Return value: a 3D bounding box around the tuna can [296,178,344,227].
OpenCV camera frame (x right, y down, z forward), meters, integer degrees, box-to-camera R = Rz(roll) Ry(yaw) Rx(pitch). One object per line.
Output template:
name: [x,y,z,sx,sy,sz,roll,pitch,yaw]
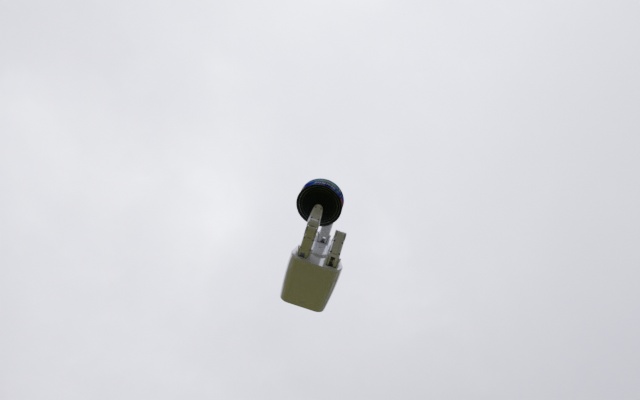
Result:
tuna can: [0.000,0.003,0.880,0.086,0.086,0.033,0,26,12]
